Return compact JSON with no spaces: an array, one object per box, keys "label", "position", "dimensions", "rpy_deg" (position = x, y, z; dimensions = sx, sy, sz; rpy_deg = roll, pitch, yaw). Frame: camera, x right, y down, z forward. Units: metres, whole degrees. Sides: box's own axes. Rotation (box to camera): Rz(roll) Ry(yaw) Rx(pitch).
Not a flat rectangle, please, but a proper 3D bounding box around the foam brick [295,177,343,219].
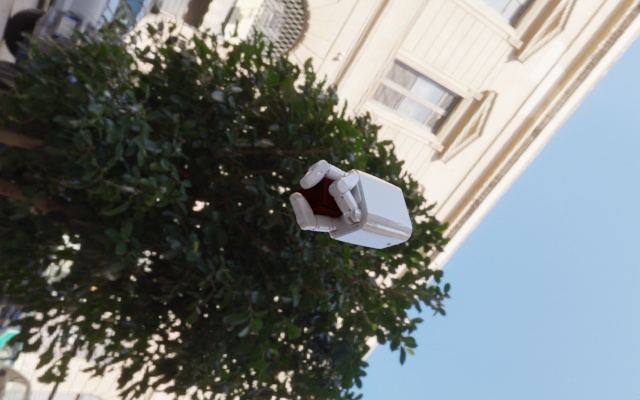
[{"label":"foam brick","position":[0.000,0.003,0.781],"dimensions":[0.051,0.053,0.078],"rpy_deg":[17,-26,-32]}]
